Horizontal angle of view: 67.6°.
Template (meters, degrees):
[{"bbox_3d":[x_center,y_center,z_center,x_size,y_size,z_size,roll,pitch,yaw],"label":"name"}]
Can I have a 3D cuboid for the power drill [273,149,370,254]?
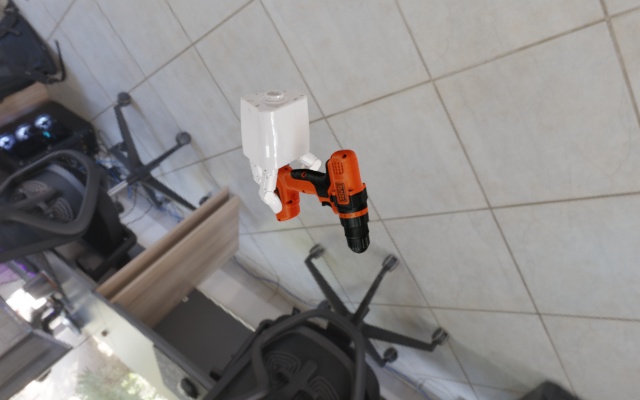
[{"bbox_3d":[0.000,0.003,0.856,0.187,0.184,0.057,1,18,36],"label":"power drill"}]
